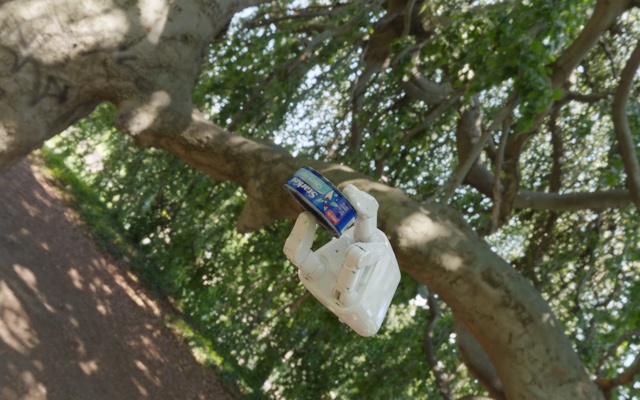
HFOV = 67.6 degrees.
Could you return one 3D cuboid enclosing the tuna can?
[{"bbox_3d":[0.000,0.001,0.530,0.086,0.033,0.086,42,-8,8],"label":"tuna can"}]
